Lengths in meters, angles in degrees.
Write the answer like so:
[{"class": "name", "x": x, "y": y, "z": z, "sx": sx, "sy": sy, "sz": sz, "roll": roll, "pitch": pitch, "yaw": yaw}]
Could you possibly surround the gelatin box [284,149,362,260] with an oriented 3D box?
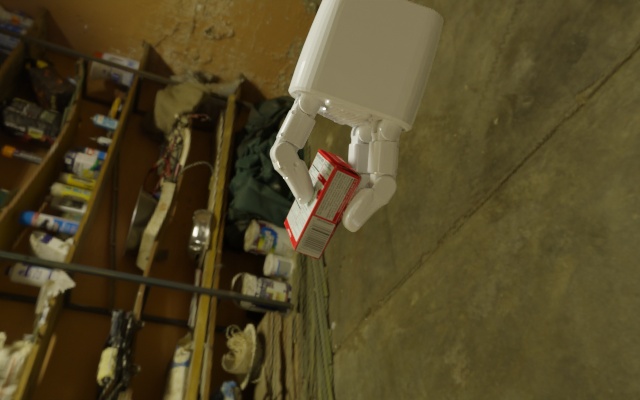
[{"class": "gelatin box", "x": 0.000, "y": 0.002, "z": 0.458, "sx": 0.030, "sy": 0.089, "sz": 0.073, "roll": 23, "pitch": 11, "yaw": -18}]
